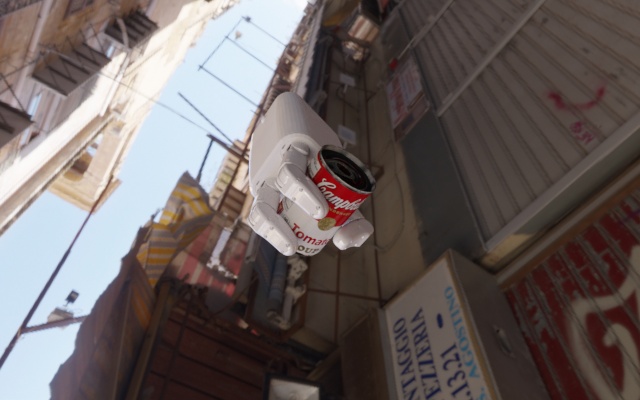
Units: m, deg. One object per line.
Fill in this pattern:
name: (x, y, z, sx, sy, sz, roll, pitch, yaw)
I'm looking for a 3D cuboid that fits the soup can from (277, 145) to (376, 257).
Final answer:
soup can: (0.000, 0.002, 0.497, 0.068, 0.068, 0.102, 0, -43, -50)
